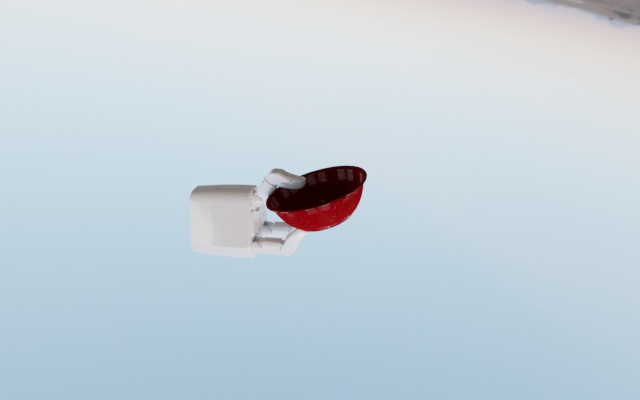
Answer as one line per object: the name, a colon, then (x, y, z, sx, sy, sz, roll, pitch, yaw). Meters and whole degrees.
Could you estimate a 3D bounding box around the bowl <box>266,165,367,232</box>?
bowl: (0.001, 0.003, 0.736, 0.162, 0.055, 0.162, -16, 21, 6)
